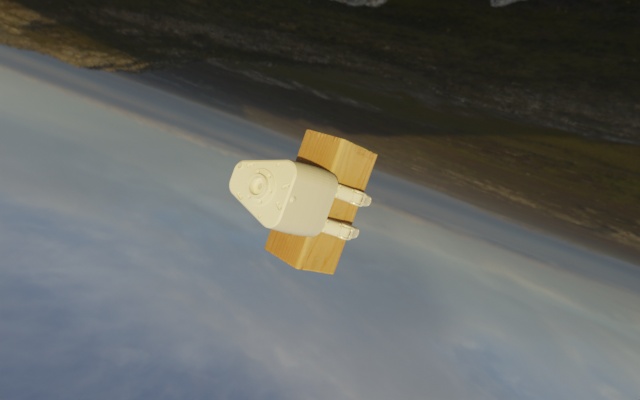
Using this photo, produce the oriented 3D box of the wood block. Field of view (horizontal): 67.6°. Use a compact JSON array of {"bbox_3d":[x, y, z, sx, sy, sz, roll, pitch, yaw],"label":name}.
[{"bbox_3d":[0.000,0.002,0.768,0.090,0.206,0.091,17,5,-45],"label":"wood block"}]
